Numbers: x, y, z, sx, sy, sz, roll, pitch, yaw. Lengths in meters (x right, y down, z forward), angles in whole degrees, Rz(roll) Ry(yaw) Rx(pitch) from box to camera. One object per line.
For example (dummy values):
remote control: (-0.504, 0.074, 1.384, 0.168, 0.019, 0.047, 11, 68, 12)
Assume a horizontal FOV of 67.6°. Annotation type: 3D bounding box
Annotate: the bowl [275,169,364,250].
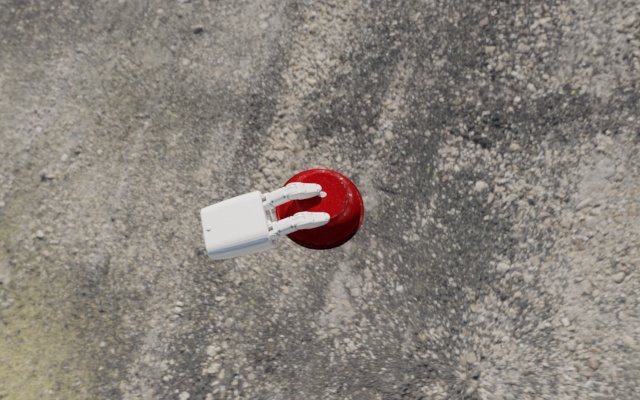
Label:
bowl: (0.001, 0.002, 0.839, 0.162, 0.162, 0.055, 0, -25, -3)
